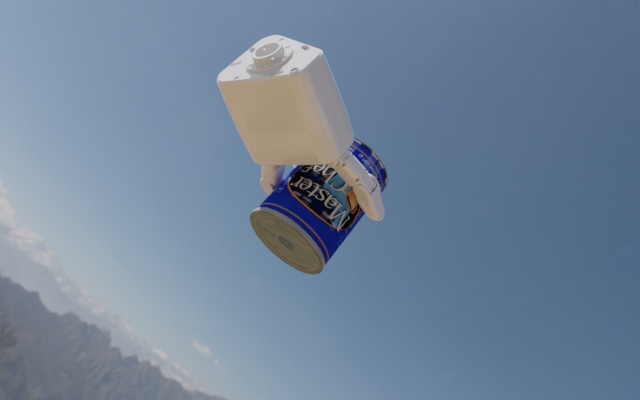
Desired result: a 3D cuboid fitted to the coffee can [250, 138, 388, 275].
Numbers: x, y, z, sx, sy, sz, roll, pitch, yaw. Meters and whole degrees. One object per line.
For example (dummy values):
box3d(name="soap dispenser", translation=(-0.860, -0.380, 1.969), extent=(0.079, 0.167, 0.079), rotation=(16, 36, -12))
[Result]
box3d(name="coffee can", translation=(0.000, 0.002, 0.567), extent=(0.103, 0.103, 0.140), rotation=(0, 43, 52))
